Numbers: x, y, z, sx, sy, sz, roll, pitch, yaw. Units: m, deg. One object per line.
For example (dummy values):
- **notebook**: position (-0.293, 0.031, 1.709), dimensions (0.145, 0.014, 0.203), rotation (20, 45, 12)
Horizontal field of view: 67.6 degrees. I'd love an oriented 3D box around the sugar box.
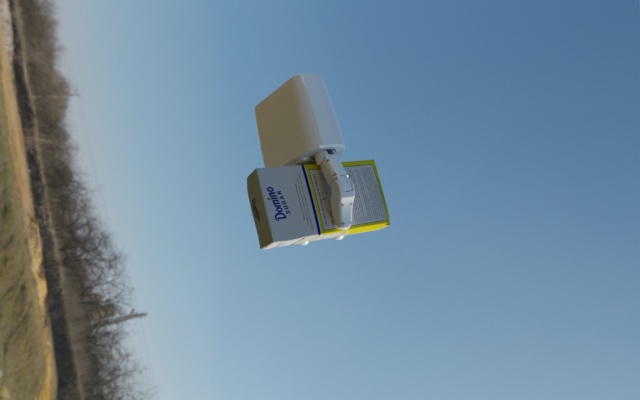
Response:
- **sugar box**: position (0.000, 0.002, 0.604), dimensions (0.176, 0.093, 0.048), rotation (-7, -14, -29)
